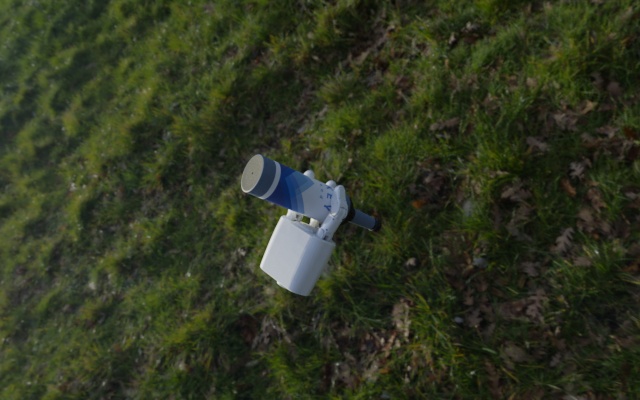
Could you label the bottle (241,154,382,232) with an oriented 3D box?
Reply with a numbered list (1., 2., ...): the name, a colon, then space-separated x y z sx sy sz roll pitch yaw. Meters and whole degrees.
1. bottle: 0.000 0.003 0.861 0.296 0.069 0.069 23 -14 -35
